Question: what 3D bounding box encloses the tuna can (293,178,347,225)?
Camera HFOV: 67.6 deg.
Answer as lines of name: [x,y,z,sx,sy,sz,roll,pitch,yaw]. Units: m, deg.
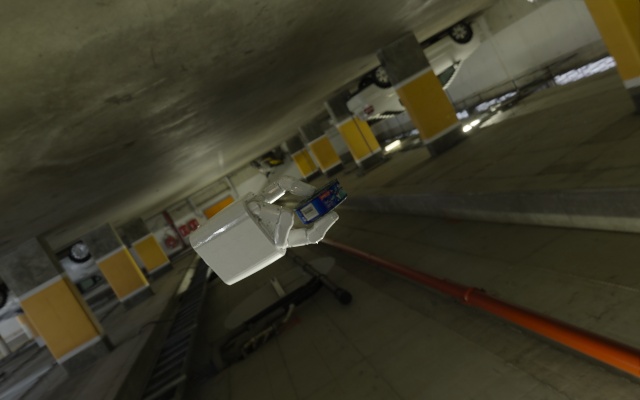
tuna can: [0.001,0.003,0.763,0.086,0.034,0.086,-35,5,4]
